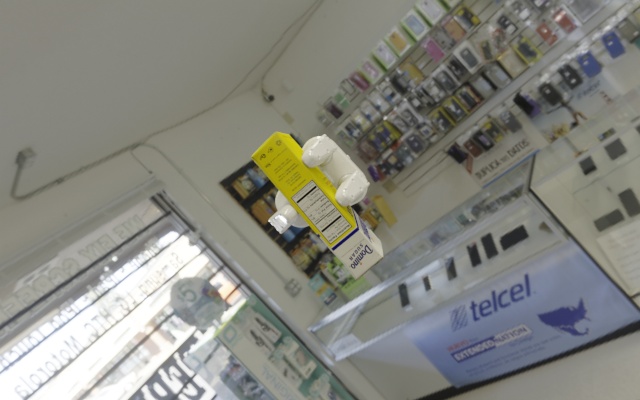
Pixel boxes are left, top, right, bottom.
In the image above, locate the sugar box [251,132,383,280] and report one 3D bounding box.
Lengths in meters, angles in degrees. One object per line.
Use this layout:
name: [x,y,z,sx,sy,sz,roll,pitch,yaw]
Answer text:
sugar box: [0.000,0.001,0.545,0.048,0.176,0.093,-43,2,8]
